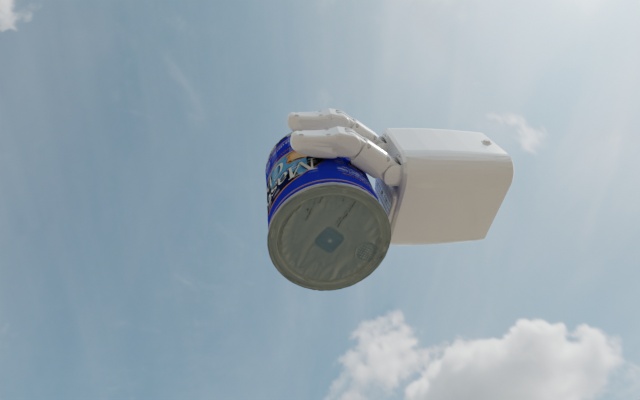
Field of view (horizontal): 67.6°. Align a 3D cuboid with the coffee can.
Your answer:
[{"bbox_3d":[0.000,0.002,0.451,0.103,0.103,0.140,0,28,-7],"label":"coffee can"}]
